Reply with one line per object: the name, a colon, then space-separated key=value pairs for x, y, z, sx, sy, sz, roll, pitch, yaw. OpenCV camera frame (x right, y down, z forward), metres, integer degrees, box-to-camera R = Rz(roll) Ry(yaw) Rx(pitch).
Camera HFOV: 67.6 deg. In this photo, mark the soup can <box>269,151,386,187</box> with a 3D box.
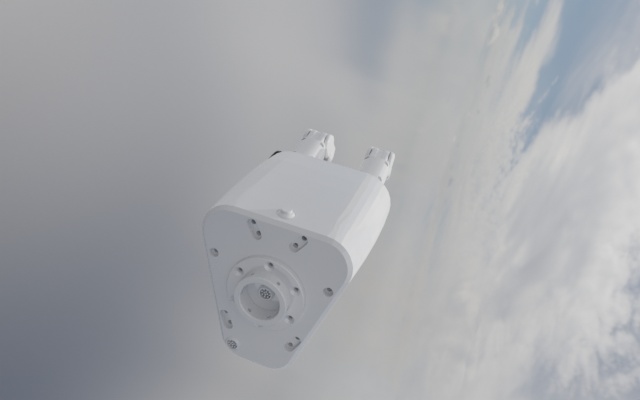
soup can: x=0.000 y=0.001 z=0.428 sx=0.102 sy=0.068 sz=0.068 roll=17 pitch=3 yaw=11
